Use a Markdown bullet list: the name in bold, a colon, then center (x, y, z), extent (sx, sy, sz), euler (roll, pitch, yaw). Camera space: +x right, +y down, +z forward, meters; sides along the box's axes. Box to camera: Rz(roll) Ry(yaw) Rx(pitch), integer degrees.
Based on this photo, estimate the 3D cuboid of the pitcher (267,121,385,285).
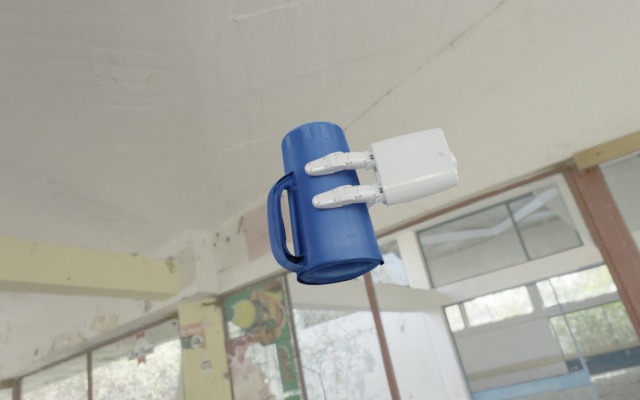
- **pitcher**: center (0.000, 0.002, 0.742), extent (0.145, 0.242, 0.149), euler (-16, -22, 9)
